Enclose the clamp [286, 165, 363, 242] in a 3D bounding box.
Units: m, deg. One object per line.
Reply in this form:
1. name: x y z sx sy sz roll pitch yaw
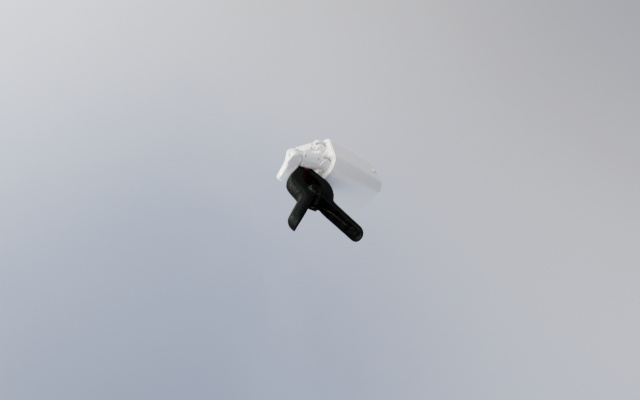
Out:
1. clamp: 0.000 0.003 0.739 0.120 0.039 0.171 23 30 -23
